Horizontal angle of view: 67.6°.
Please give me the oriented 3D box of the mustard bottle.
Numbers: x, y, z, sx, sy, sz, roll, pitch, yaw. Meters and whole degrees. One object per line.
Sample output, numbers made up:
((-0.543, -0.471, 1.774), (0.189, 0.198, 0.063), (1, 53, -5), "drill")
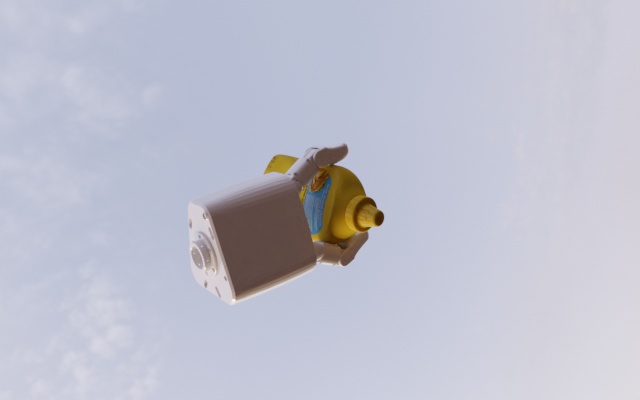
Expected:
((0.000, 0.002, 0.581), (0.058, 0.096, 0.191), (10, 4, -42), "mustard bottle")
